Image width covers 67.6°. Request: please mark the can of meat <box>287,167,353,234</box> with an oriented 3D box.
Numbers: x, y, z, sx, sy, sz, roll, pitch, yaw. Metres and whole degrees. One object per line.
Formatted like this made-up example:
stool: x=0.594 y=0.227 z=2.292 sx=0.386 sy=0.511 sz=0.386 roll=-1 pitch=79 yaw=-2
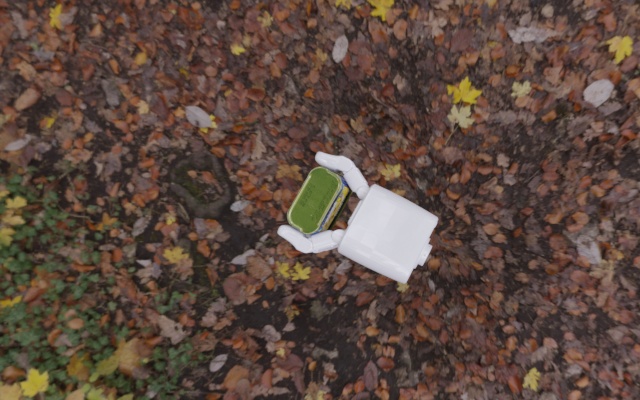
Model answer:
can of meat: x=0.000 y=0.002 z=0.709 sx=0.057 sy=0.102 sz=0.084 roll=30 pitch=4 yaw=13
